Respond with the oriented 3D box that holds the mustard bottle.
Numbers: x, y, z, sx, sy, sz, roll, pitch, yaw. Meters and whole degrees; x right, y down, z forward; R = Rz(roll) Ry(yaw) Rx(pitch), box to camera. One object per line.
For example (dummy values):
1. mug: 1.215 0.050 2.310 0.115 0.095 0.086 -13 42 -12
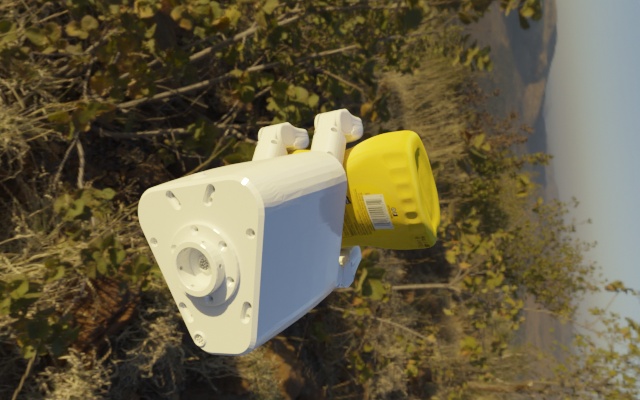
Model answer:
1. mustard bottle: 0.000 0.001 0.417 0.191 0.096 0.058 -7 32 27
